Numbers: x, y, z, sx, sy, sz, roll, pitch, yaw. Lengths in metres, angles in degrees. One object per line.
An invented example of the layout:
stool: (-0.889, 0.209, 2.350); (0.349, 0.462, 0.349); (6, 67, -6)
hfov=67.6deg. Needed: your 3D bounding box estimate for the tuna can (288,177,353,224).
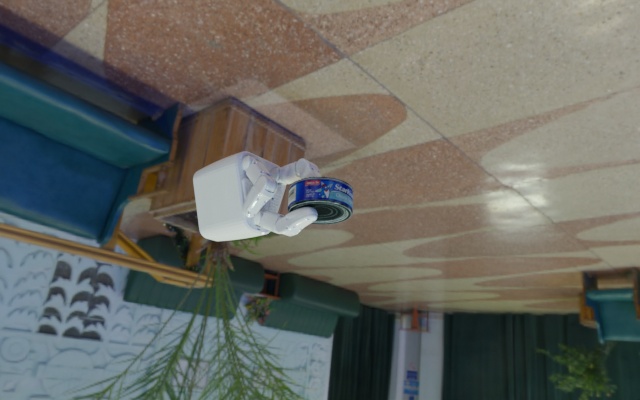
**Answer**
tuna can: (0.000, 0.003, 0.625); (0.086, 0.033, 0.086); (2, -23, 1)
